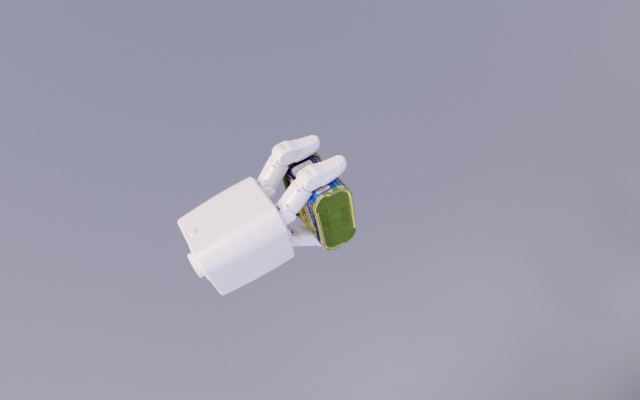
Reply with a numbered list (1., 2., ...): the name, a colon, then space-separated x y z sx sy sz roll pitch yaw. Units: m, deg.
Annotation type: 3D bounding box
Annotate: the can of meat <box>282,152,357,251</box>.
1. can of meat: 0.000 0.002 0.605 0.057 0.102 0.084 -27 46 -15
